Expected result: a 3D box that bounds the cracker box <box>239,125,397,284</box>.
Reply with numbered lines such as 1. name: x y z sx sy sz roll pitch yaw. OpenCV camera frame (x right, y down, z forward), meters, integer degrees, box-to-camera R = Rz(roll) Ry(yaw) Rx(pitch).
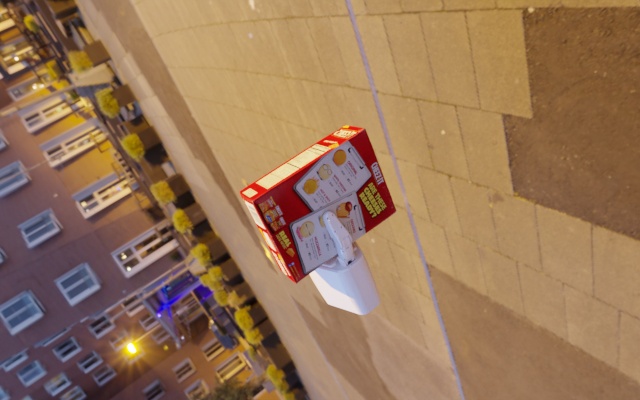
1. cracker box: 0.000 0.003 0.765 0.213 0.164 0.072 -34 29 -18
